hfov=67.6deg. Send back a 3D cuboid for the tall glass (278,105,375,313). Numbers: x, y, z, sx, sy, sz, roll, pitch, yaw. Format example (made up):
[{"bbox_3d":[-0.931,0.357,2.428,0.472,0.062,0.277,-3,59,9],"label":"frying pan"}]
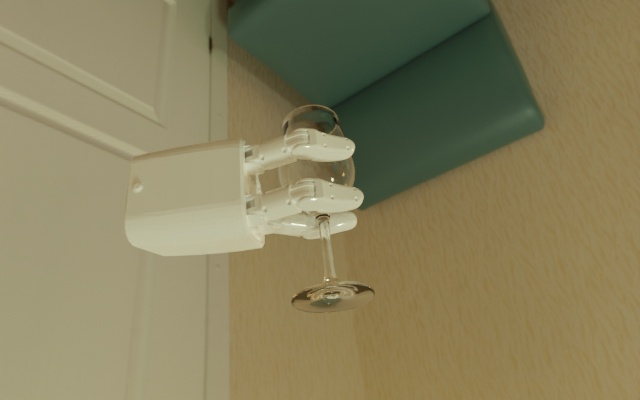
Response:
[{"bbox_3d":[0.000,0.002,0.468,0.079,0.201,0.079,-5,-31,-3],"label":"tall glass"}]
